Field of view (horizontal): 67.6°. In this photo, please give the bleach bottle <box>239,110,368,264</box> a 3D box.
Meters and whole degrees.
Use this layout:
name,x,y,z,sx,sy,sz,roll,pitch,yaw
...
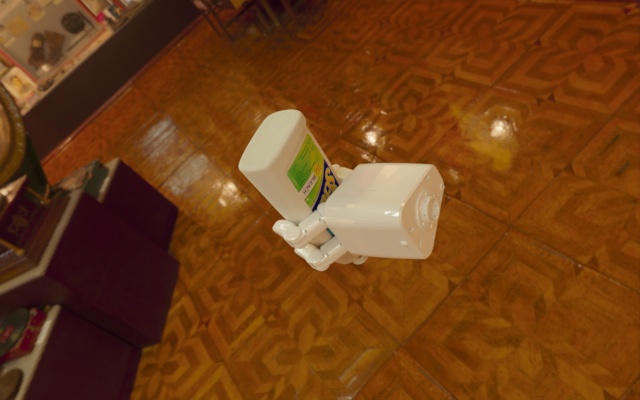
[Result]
name,x,y,z,sx,sy,sz,roll,pitch,yaw
bleach bottle,0.000,0.002,0.644,0.068,0.102,0.251,2,-35,40
